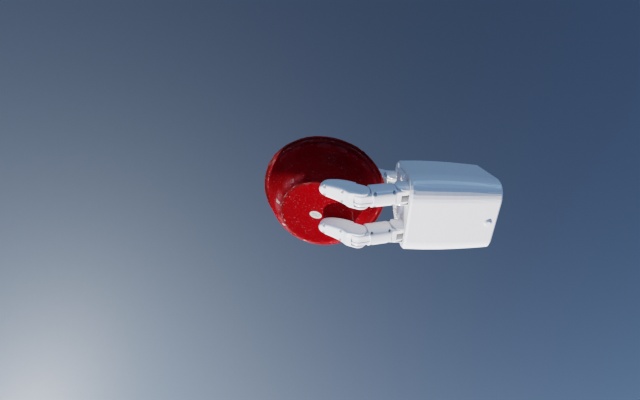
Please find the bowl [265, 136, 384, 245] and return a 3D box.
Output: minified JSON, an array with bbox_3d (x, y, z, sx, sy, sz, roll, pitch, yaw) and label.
[{"bbox_3d":[-0.001,0.002,0.609,0.162,0.162,0.055,0,33,12],"label":"bowl"}]
